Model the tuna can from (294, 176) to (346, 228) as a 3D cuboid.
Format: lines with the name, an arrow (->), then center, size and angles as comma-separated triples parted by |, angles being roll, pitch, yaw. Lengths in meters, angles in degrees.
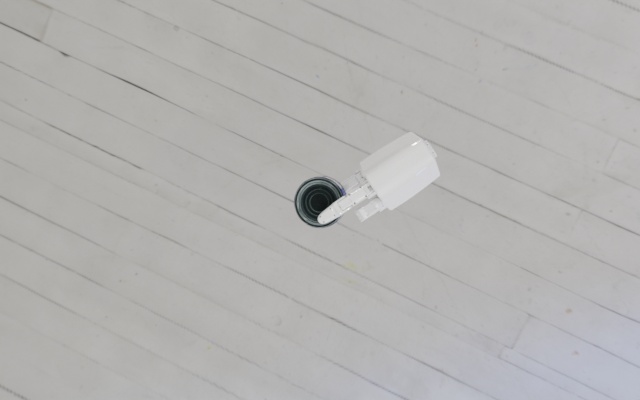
tuna can -> 0.000, 0.003, 0.790 | 0.086, 0.086, 0.034 | 0, 5, 11
